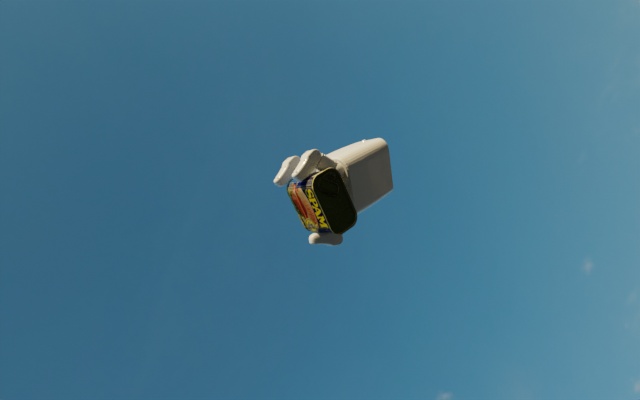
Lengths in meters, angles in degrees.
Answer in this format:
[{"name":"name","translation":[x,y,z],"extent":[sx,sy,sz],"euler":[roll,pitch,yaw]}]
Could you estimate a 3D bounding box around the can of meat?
[{"name":"can of meat","translation":[0.000,0.003,0.767],"extent":[0.057,0.102,0.084],"euler":[-33,16,-31]}]
